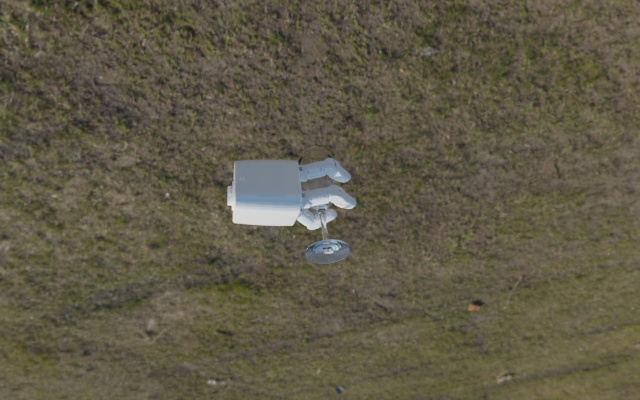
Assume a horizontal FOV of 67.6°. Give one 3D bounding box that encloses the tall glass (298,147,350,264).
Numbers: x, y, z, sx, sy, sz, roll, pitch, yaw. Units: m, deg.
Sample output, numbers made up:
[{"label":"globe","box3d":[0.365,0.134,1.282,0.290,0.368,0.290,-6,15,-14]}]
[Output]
[{"label":"tall glass","box3d":[0.000,0.003,0.820,0.079,0.201,0.079,-5,-35,-3]}]
